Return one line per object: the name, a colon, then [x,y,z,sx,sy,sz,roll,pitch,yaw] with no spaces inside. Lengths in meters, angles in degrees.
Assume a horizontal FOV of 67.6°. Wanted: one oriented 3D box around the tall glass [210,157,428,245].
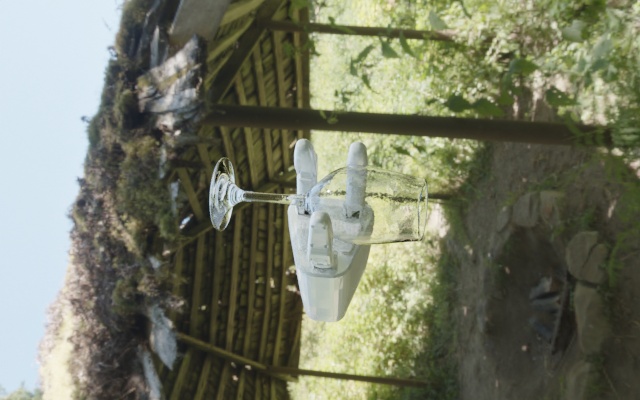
tall glass: [-0.001,0.001,0.470,0.201,0.079,0.079,4,0,6]
